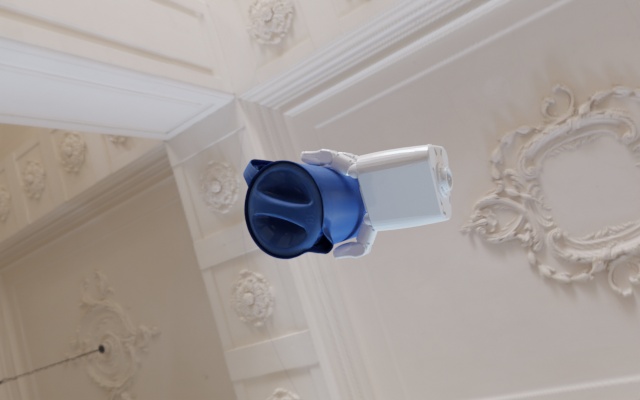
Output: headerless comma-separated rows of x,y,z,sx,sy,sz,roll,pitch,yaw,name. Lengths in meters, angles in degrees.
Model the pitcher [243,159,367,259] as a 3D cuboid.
0.000,0.002,0.740,0.145,0.149,0.243,-9,-3,31,pitcher
